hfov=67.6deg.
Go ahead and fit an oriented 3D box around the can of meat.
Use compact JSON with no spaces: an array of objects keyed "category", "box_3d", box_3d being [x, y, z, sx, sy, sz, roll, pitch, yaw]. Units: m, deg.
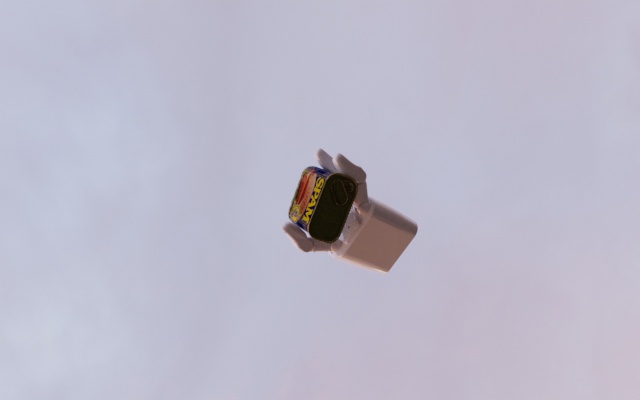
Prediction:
[{"category":"can of meat","box_3d":[0.000,0.002,0.719,0.057,0.102,0.084,19,4,-30]}]
